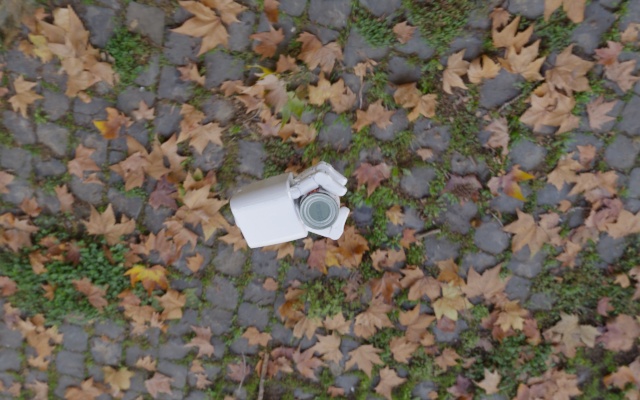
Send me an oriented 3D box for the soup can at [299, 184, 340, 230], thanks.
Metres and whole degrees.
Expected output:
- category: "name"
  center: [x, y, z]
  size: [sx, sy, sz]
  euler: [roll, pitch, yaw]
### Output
- category: "soup can"
  center: [0.001, 0.003, 0.831]
  size: [0.068, 0.068, 0.102]
  euler: [0, 18, 3]
